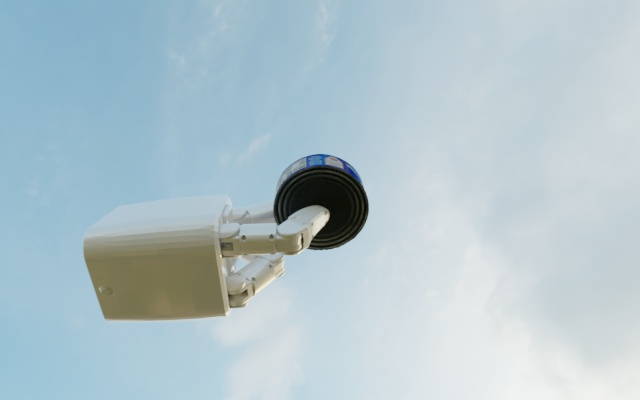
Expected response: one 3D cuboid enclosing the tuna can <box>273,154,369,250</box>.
[{"bbox_3d":[0.000,0.001,0.441,0.086,0.086,0.033,0,27,-3],"label":"tuna can"}]
